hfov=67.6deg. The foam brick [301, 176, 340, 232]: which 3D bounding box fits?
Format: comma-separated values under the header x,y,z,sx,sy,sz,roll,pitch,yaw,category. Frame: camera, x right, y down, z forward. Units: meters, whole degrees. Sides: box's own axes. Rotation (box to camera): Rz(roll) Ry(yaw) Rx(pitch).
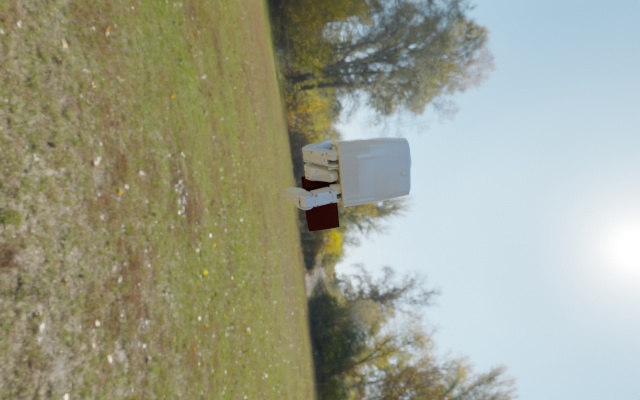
x,y,z,sx,sy,sz,roll,pitch,yaw,category
0.000,0.003,0.767,0.051,0.078,0.053,-8,26,-4,foam brick
